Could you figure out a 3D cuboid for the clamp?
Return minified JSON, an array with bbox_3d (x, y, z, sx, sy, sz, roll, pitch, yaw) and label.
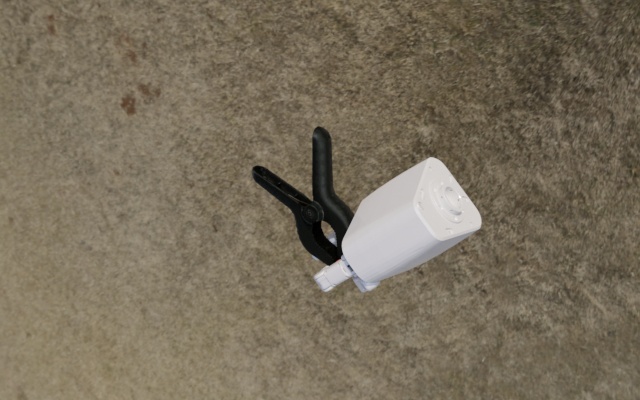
[{"bbox_3d":[0.000,0.002,0.561,0.120,0.171,0.039,-38,-3,40],"label":"clamp"}]
